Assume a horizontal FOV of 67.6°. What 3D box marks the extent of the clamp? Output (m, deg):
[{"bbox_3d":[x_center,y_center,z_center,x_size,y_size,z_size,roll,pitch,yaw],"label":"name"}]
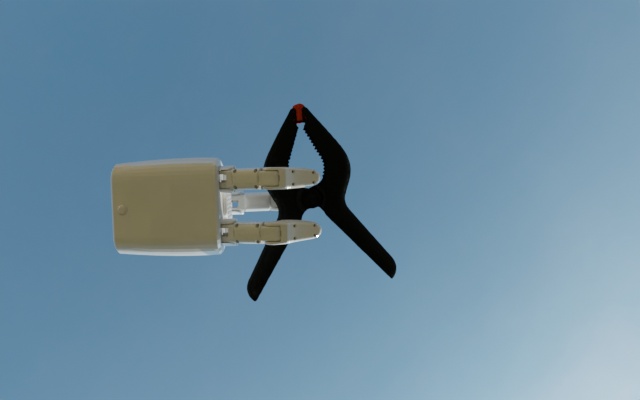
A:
[{"bbox_3d":[0.000,0.001,0.521,0.164,0.210,0.036,-2,2,-6],"label":"clamp"}]
